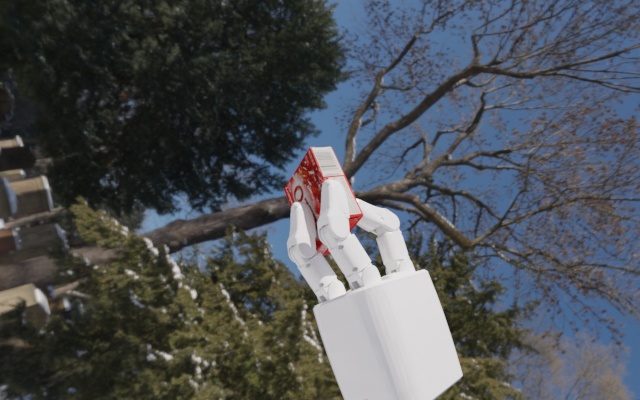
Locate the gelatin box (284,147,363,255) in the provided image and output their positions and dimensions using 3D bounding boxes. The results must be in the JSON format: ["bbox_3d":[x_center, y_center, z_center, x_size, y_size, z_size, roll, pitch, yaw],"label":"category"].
[{"bbox_3d":[0.000,0.001,0.487,0.030,0.089,0.073,-4,-32,-33],"label":"gelatin box"}]
